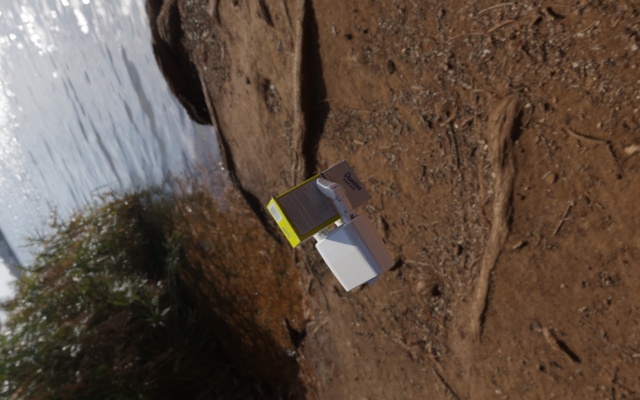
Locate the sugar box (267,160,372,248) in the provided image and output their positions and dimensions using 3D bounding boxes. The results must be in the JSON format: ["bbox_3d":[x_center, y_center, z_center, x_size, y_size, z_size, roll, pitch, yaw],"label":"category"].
[{"bbox_3d":[0.000,0.003,0.883,0.176,0.093,0.048,-29,-9,-31],"label":"sugar box"}]
